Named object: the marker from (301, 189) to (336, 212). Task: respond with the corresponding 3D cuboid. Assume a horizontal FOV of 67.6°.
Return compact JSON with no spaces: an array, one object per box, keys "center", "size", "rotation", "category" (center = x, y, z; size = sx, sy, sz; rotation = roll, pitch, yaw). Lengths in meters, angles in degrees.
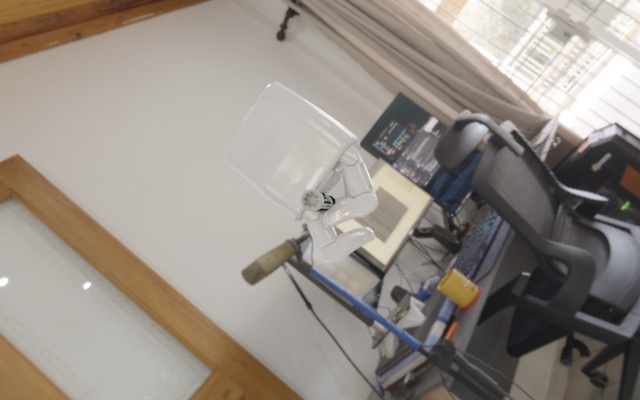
[{"center":[0.000,0.002,0.462],"size":[0.020,0.020,0.121],"rotation":[0,-2,8],"category":"marker"}]
